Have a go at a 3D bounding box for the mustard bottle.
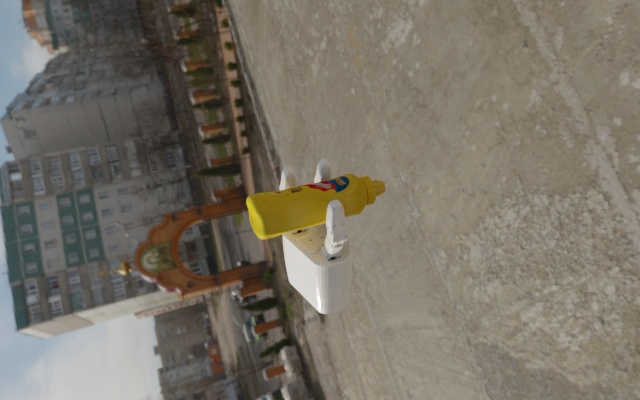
[{"bbox_3d":[0.000,0.002,0.656,0.191,0.058,0.096,-13,13,-16],"label":"mustard bottle"}]
